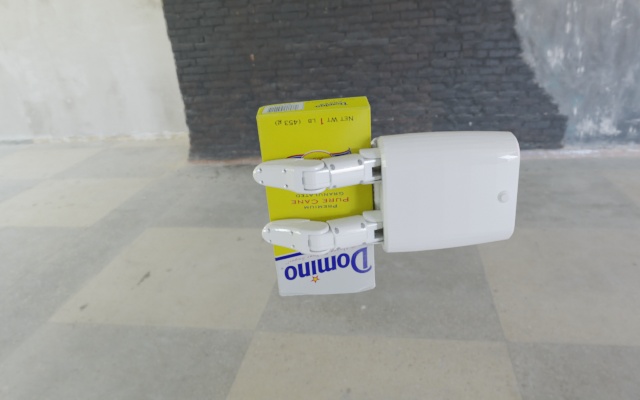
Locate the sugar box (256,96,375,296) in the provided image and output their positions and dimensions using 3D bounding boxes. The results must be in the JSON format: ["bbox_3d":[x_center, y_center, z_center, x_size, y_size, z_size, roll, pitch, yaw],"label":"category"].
[{"bbox_3d":[0.000,0.002,0.426,0.093,0.176,0.048,-4,22,2],"label":"sugar box"}]
